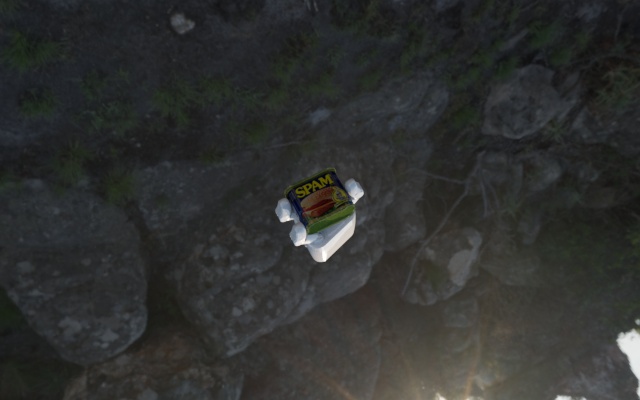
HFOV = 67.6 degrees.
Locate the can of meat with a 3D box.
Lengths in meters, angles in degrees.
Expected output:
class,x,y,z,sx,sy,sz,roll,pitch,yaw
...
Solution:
class,x,y,z,sx,sy,sz,roll,pitch,yaw
can of meat,0.000,0.003,0.846,0.102,0.084,0.057,-25,-23,-10
